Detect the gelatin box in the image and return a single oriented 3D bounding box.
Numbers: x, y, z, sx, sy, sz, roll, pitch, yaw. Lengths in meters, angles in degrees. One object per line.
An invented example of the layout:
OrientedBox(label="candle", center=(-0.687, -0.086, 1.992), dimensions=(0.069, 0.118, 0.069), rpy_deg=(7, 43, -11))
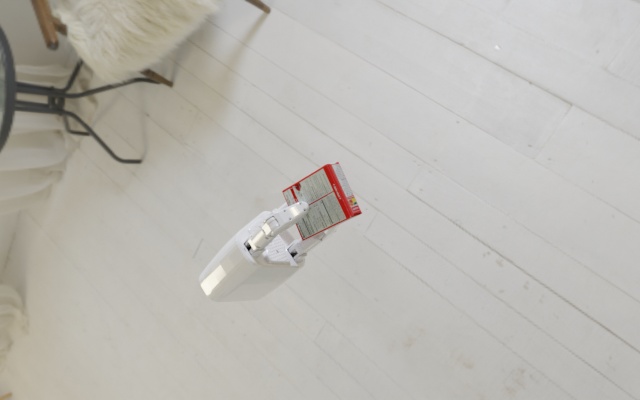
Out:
OrientedBox(label="gelatin box", center=(0.000, 0.002, 0.614), dimensions=(0.089, 0.073, 0.030), rpy_deg=(-29, -8, 37))
